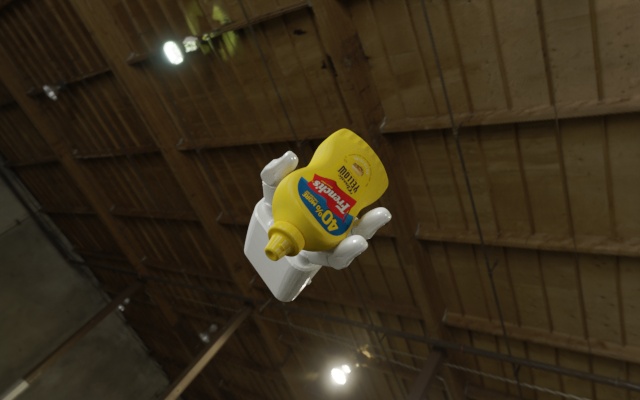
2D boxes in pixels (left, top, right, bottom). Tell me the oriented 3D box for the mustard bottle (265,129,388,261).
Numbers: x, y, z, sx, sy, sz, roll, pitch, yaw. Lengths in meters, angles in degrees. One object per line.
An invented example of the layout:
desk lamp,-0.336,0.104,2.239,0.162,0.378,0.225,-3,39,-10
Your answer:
mustard bottle,0.000,0.001,0.547,0.058,0.096,0.191,-25,17,50
